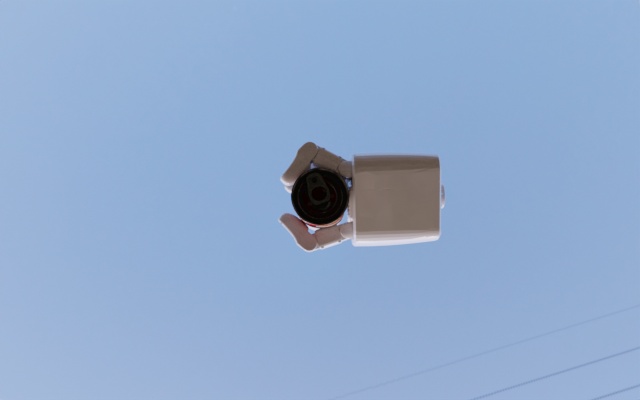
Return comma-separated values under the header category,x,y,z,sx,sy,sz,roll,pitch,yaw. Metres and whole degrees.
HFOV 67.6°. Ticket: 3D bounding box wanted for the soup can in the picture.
category,x,y,z,sx,sy,sz,roll,pitch,yaw
soup can,0.000,0.002,0.599,0.068,0.068,0.102,0,-8,1
